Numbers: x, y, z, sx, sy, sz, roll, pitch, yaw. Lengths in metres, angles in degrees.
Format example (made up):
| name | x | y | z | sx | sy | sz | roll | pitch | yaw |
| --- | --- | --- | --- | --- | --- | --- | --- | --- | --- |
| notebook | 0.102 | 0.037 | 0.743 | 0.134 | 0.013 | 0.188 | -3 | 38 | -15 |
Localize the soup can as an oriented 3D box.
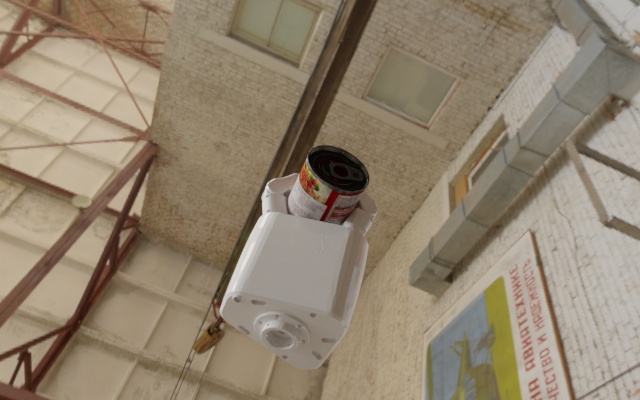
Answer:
| name | x | y | z | sx | sy | sz | roll | pitch | yaw |
| --- | --- | --- | --- | --- | --- | --- | --- | --- | --- |
| soup can | 0.000 | 0.002 | 0.509 | 0.068 | 0.068 | 0.102 | 0 | -43 | -30 |
